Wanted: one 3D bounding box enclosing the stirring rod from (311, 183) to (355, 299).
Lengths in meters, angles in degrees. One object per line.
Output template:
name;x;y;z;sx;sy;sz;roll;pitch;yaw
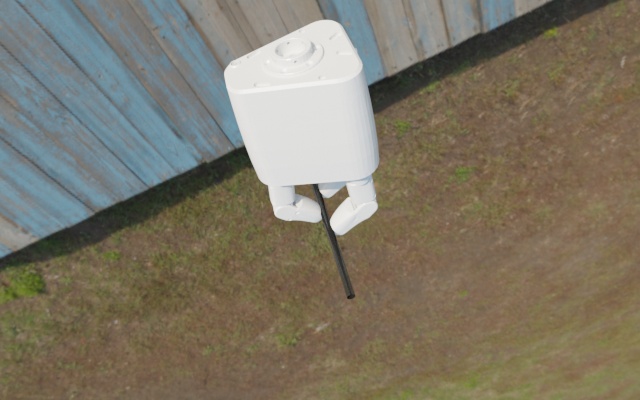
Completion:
stirring rod;0.000;0.002;0.513;0.011;0.239;0.011;-10;-42;-9
